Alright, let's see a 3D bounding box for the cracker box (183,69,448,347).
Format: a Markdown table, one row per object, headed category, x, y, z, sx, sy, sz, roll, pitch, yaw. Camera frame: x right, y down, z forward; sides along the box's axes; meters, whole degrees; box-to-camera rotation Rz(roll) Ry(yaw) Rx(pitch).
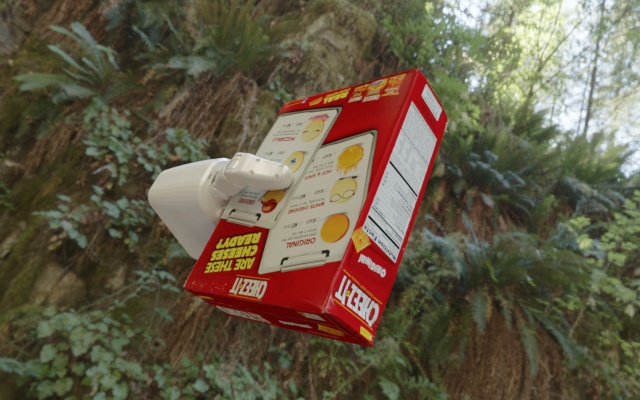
| category | x | y | z | sx | sy | sz | roll | pitch | yaw |
| --- | --- | --- | --- | --- | --- | --- | --- | --- | --- |
| cracker box | 0.000 | 0.001 | 0.409 | 0.164 | 0.213 | 0.072 | -2 | -35 | 44 |
